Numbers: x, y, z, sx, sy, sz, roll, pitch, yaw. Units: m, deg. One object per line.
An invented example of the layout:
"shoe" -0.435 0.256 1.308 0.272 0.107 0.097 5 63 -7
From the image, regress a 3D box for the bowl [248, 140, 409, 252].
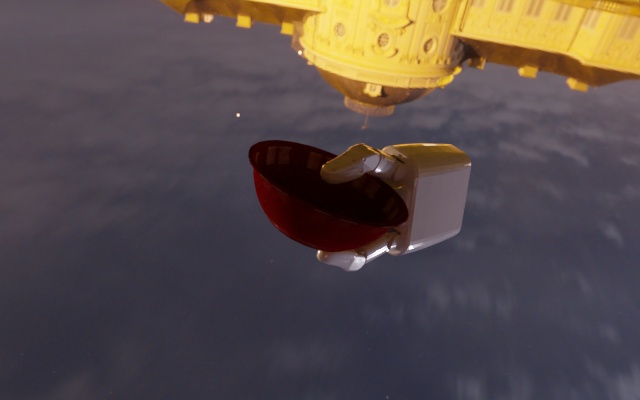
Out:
"bowl" -0.001 0.002 0.460 0.162 0.055 0.162 20 22 -9
